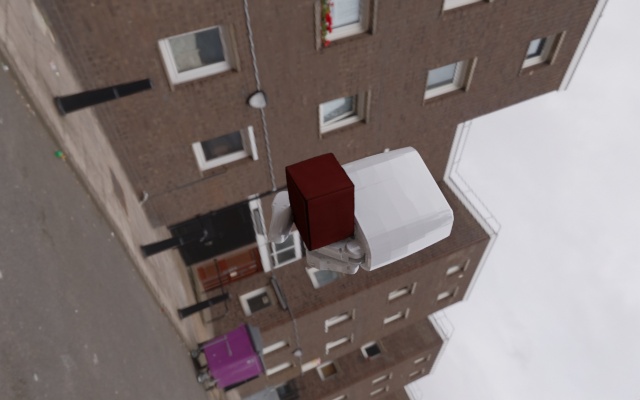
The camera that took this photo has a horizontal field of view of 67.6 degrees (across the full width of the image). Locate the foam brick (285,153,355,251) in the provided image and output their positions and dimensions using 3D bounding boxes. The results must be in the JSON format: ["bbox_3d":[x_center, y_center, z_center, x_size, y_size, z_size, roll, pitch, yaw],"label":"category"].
[{"bbox_3d":[0.000,0.001,0.474,0.051,0.053,0.078,-19,-40,-13],"label":"foam brick"}]
